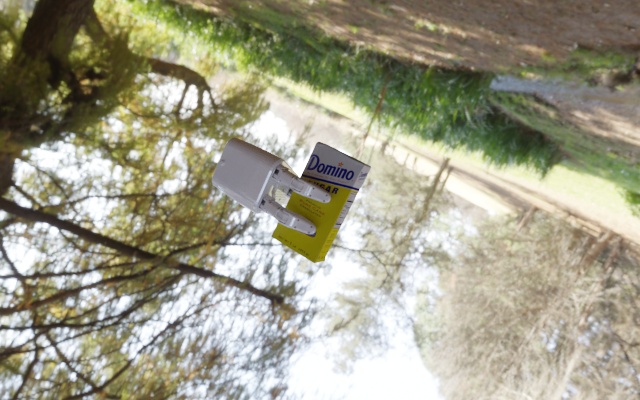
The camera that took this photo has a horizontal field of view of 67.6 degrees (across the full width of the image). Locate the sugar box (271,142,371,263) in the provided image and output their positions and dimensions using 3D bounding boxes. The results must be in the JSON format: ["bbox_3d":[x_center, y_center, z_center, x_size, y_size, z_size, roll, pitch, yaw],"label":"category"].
[{"bbox_3d":[0.000,0.003,0.771,0.093,0.176,0.048,28,10,22],"label":"sugar box"}]
